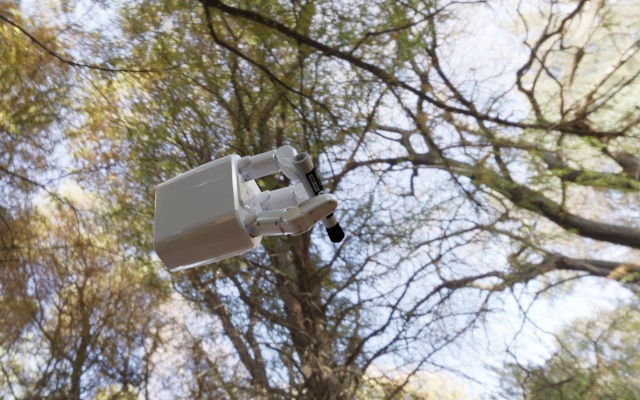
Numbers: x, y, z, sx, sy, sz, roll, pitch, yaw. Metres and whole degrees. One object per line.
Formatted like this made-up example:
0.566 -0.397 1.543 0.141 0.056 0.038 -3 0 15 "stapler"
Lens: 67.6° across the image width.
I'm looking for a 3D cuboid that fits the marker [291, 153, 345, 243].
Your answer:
0.000 0.002 0.516 0.020 0.121 0.020 -16 36 12 "marker"
